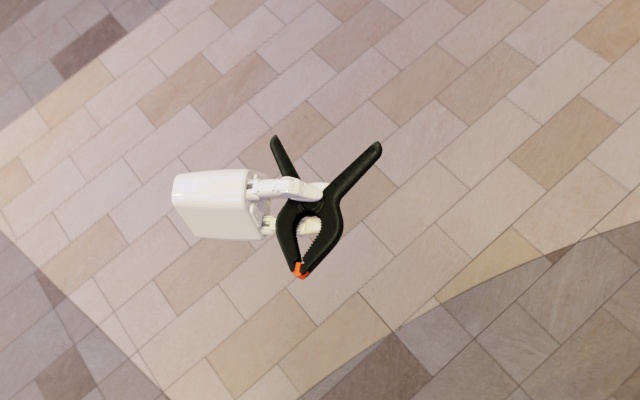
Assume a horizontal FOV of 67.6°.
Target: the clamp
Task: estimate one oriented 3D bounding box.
[{"bbox_3d":[0.000,0.002,0.650,0.164,0.210,0.036,-1,-20,15],"label":"clamp"}]
